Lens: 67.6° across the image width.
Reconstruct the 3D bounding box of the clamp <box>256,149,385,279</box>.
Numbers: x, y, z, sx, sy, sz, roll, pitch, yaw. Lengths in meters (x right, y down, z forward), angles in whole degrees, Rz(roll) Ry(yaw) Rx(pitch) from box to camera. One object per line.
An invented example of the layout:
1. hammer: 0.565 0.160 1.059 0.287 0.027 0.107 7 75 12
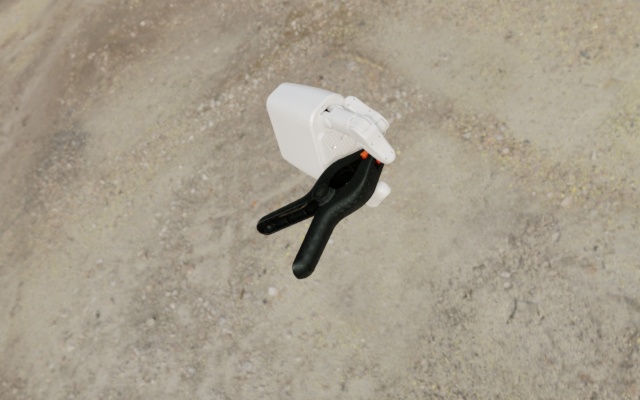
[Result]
1. clamp: 0.000 0.001 0.552 0.120 0.171 0.039 29 -18 45
